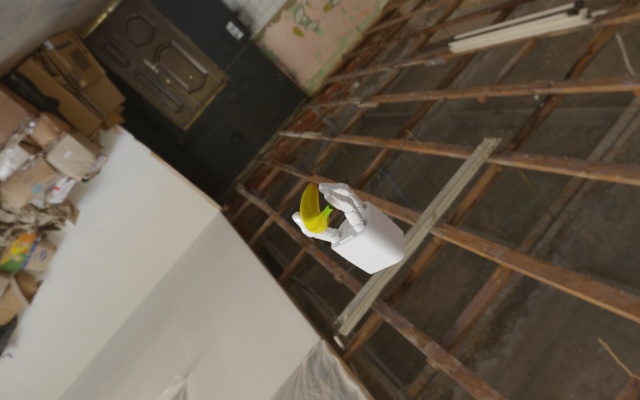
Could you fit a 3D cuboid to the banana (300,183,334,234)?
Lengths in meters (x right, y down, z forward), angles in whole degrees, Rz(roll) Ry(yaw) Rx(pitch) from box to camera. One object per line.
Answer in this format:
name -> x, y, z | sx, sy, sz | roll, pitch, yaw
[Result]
banana -> -0.010, 0.019, 0.897 | 0.037, 0.069, 0.197 | 33, 6, -18
